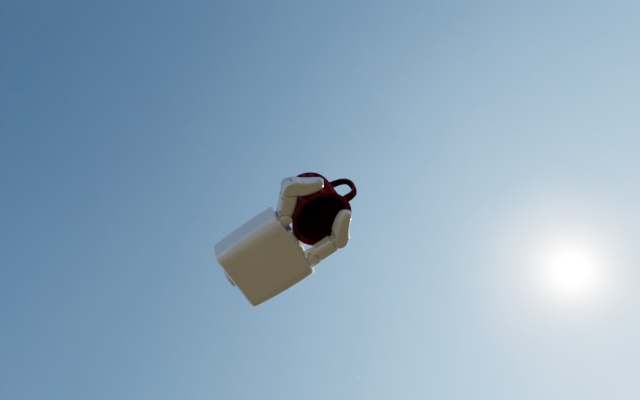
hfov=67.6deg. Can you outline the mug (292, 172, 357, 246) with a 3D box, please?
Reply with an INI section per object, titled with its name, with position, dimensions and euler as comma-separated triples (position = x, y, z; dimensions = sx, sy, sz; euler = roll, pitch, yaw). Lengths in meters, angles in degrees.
[mug]
position = 0.001, 0.001, 0.731
dimensions = 0.117, 0.093, 0.081
euler = -32, 37, -1
